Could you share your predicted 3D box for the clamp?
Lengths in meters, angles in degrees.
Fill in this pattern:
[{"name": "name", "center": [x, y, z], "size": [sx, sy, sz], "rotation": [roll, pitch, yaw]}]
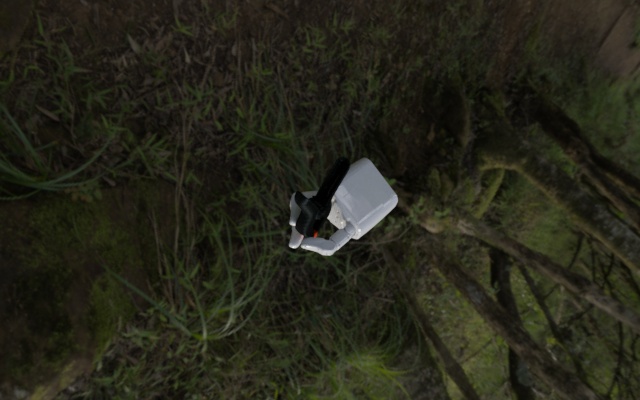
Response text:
[{"name": "clamp", "center": [0.000, 0.003, 0.795], "size": [0.120, 0.039, 0.172], "rotation": [-37, -19, -23]}]
